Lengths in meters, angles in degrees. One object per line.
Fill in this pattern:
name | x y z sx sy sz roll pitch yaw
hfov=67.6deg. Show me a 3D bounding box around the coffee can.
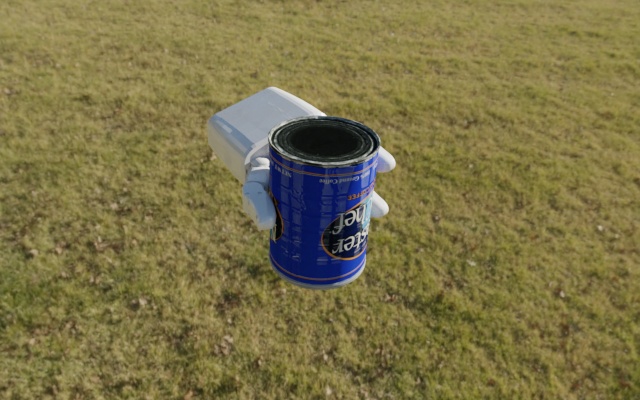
coffee can | 0.000 0.002 0.469 0.103 0.140 0.102 2 33 -2
